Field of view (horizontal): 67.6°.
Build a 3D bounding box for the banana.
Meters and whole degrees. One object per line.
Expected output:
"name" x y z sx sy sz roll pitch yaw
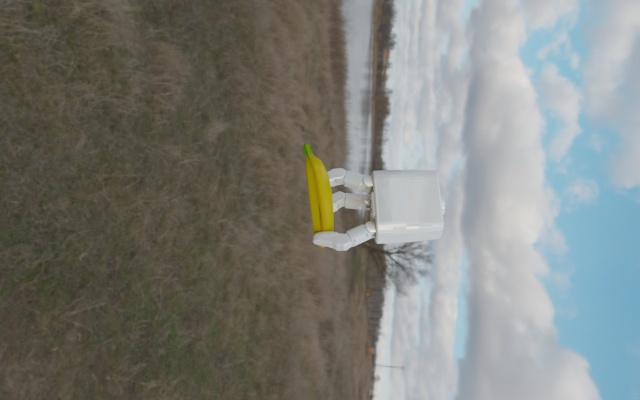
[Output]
"banana" 0.001 0.009 0.769 0.037 0.198 0.069 -7 32 -1
